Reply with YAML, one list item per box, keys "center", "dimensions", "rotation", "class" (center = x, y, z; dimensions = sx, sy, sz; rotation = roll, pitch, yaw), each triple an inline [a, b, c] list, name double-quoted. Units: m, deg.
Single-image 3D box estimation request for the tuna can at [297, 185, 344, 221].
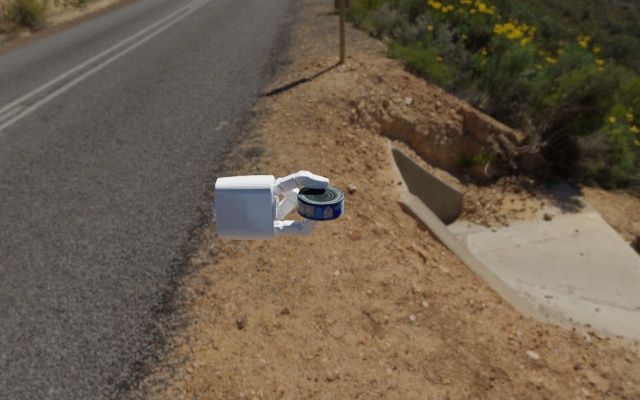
- center: [0.000, 0.002, 0.860]
  dimensions: [0.086, 0.034, 0.086]
  rotation: [2, 26, -1]
  class: "tuna can"
